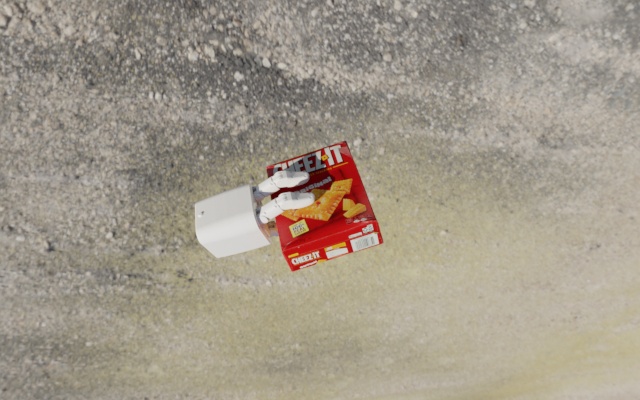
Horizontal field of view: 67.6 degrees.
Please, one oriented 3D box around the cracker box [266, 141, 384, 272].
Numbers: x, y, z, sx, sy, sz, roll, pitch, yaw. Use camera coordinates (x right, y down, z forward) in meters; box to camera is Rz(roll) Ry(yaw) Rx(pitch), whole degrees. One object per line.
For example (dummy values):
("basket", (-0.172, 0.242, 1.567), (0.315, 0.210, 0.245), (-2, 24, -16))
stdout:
("cracker box", (0.000, 0.003, 0.846), (0.164, 0.213, 0.072), (-18, -43, 2))
